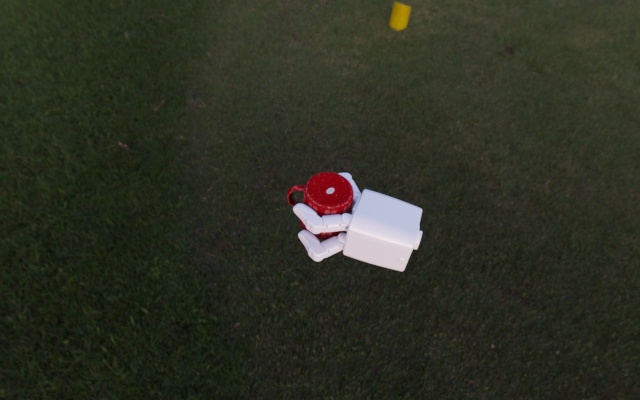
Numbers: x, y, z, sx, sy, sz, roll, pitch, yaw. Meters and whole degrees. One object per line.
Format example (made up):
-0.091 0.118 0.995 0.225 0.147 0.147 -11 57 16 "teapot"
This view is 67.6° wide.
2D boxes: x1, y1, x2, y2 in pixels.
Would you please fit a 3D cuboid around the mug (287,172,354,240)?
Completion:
-0.001 0.002 0.809 0.117 0.093 0.082 17 -38 8 "mug"
